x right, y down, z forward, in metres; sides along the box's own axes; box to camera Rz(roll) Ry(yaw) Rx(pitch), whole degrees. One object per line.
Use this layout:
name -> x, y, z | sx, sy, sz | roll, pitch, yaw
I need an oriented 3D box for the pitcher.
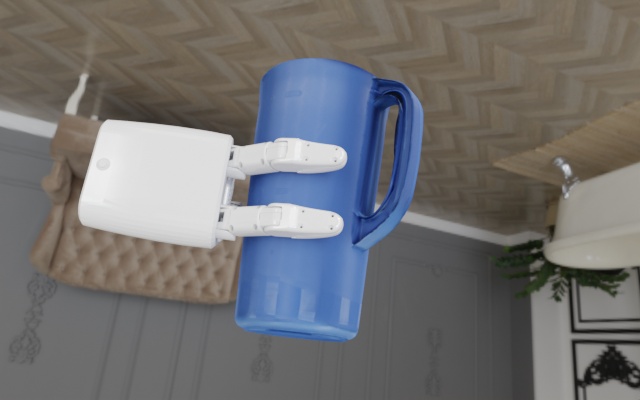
pitcher -> 0.000, 0.001, 0.442 | 0.145, 0.242, 0.149 | 9, -18, -8
